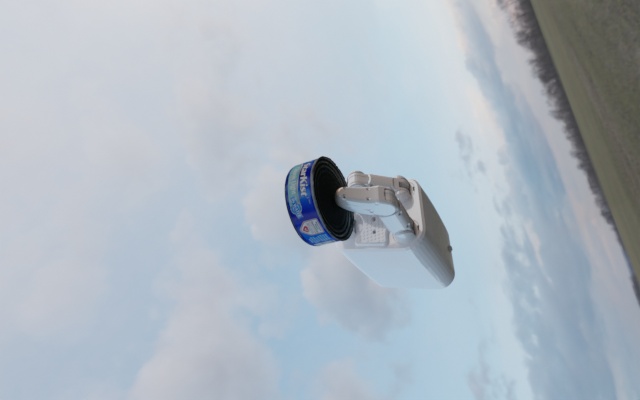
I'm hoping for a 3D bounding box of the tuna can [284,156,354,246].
[{"bbox_3d":[0.000,0.002,0.474,0.034,0.086,0.086,-16,-7,25],"label":"tuna can"}]
